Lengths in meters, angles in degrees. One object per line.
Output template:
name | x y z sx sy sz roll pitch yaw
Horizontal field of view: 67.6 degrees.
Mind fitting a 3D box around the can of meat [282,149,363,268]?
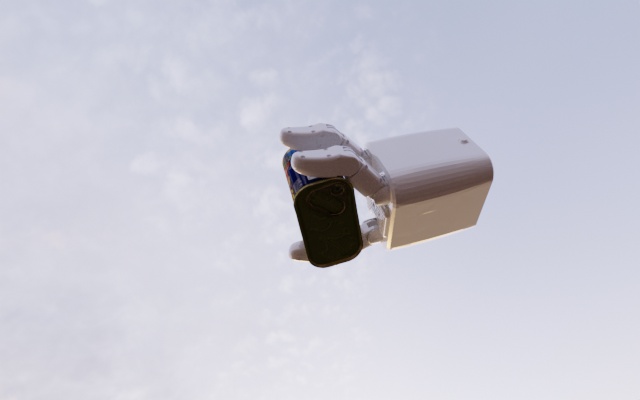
can of meat | 0.000 0.001 0.483 0.057 0.102 0.084 -16 36 -4
